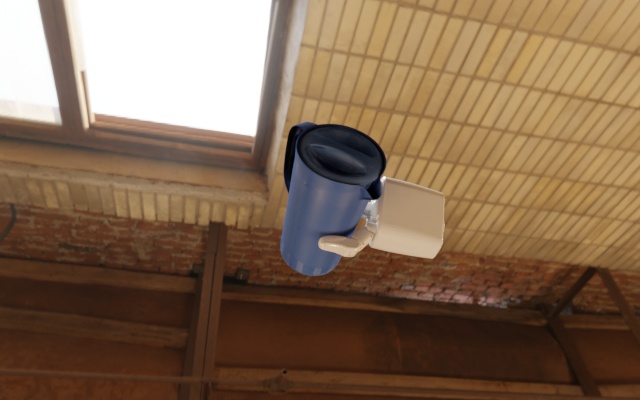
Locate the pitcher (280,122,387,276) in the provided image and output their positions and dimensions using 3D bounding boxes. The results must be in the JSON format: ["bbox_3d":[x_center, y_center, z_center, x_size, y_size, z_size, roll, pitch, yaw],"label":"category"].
[{"bbox_3d":[0.000,0.003,0.764,0.145,0.149,0.243,12,-46,-6],"label":"pitcher"}]
